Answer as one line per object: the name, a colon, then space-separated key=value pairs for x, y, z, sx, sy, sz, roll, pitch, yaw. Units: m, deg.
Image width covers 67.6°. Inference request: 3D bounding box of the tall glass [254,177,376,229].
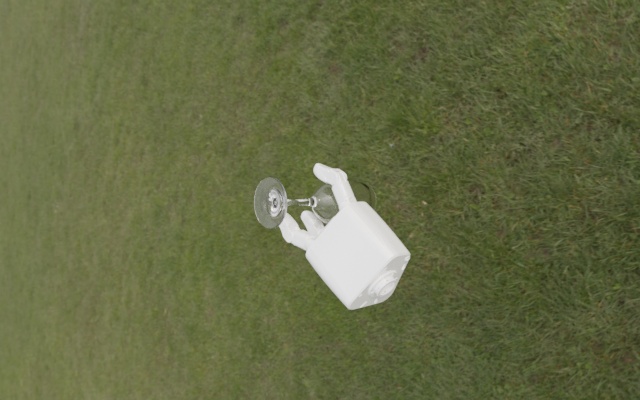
tall glass: x=0.000 y=0.002 z=0.744 sx=0.201 sy=0.079 sz=0.079 roll=-1 pitch=1 yaw=-44
